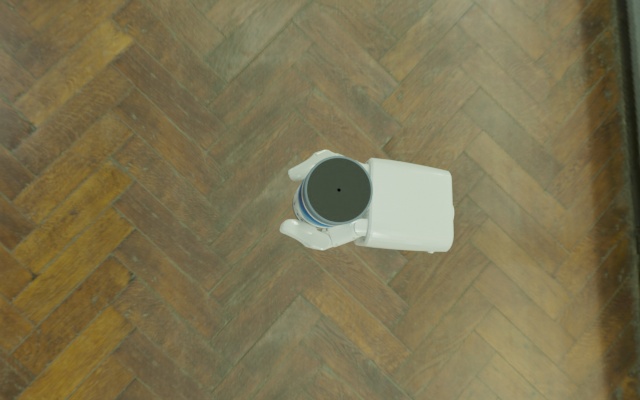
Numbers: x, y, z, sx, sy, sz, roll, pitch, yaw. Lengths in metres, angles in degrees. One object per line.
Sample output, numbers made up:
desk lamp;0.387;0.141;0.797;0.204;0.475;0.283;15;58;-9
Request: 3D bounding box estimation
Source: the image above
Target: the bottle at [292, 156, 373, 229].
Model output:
bottle;0.000;0.002;0.600;0.069;0.069;0.296;0;-5;-7
